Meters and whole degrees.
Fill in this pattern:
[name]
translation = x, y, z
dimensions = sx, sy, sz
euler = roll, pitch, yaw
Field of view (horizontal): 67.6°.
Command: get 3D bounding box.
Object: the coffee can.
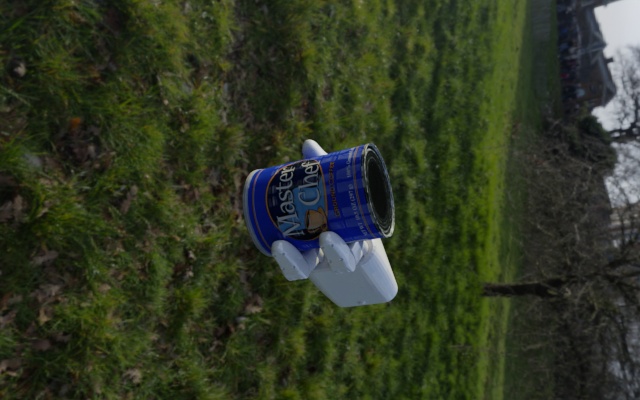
[coffee can]
translation = 0.000, 0.002, 0.529
dimensions = 0.140, 0.103, 0.103
euler = -11, -4, 22
